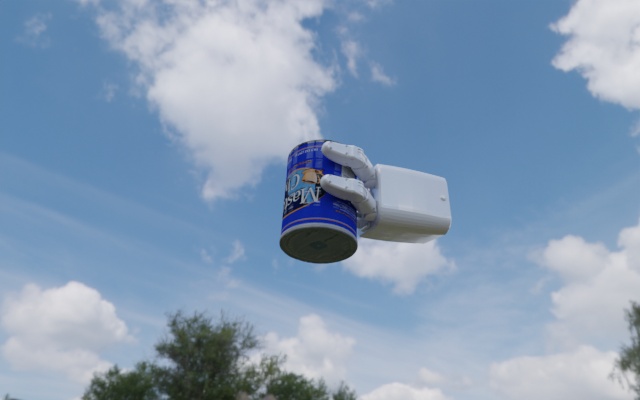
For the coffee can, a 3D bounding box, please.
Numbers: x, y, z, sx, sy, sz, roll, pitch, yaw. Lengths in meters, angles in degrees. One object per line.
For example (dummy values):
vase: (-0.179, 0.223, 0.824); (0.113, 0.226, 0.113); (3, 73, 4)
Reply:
coffee can: (0.000, 0.002, 0.659); (0.103, 0.140, 0.103); (2, -33, 1)
